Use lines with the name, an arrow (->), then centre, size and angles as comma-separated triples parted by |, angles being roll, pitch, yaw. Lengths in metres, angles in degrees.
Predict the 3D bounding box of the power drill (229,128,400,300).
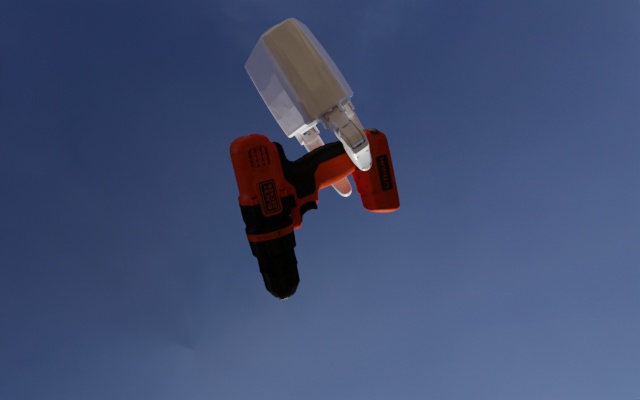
power drill -> 0.000, 0.001, 0.549 | 0.187, 0.184, 0.057 | -18, 13, -27
